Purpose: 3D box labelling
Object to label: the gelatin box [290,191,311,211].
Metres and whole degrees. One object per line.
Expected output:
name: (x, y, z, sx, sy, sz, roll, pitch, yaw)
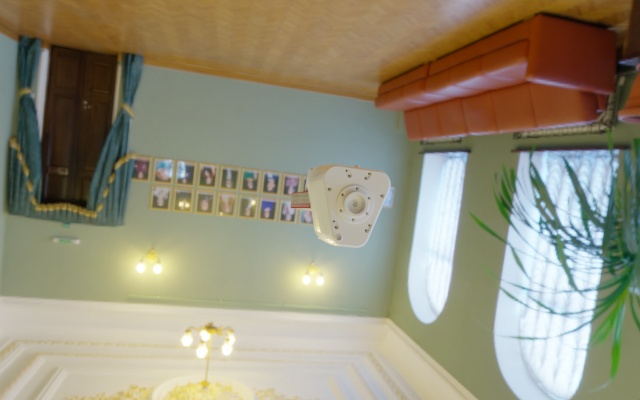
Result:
gelatin box: (0.000, 0.003, 0.787, 0.073, 0.030, 0.089, 7, -5, -24)
